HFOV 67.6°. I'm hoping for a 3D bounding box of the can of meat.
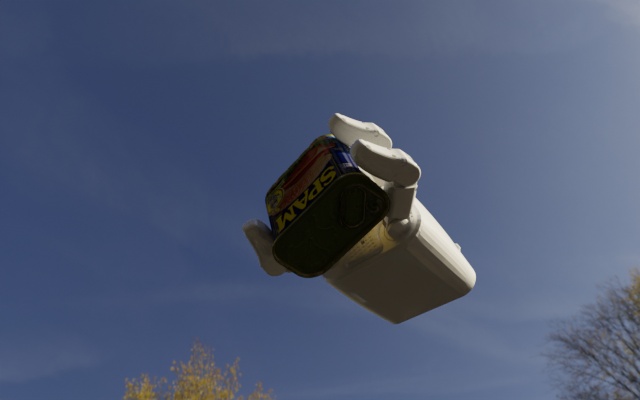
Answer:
[{"bbox_3d":[0.000,0.001,0.414,0.057,0.102,0.084,37,17,-30],"label":"can of meat"}]
